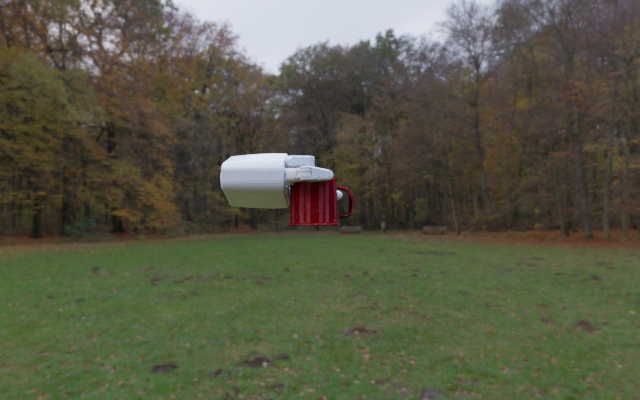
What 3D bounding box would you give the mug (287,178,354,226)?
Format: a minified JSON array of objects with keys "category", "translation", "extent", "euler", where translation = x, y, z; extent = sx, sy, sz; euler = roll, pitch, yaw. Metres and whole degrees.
[{"category":"mug","translation":[0.002,0.002,0.825],"extent":[0.117,0.081,0.093],"euler":[-1,-2,-1]}]
